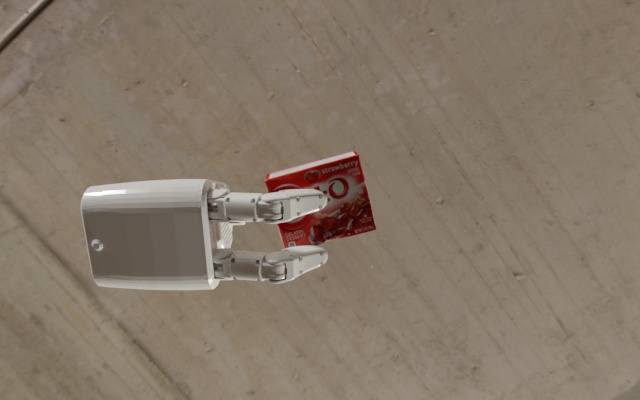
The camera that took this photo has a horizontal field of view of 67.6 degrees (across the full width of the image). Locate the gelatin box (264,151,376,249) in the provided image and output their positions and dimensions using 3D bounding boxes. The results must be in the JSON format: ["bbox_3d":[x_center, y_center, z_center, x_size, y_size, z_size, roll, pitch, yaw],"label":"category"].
[{"bbox_3d":[0.000,0.001,0.442,0.089,0.073,0.030,-15,14,0],"label":"gelatin box"}]
